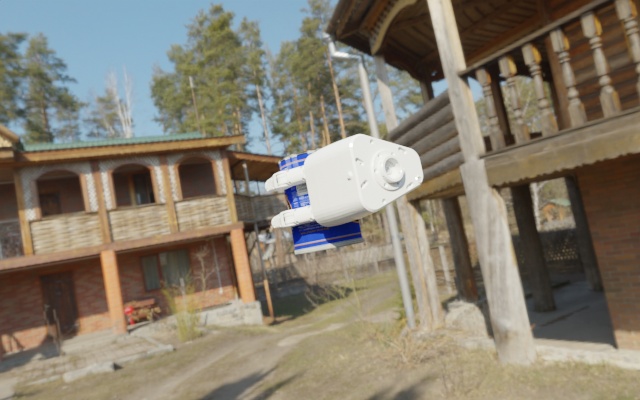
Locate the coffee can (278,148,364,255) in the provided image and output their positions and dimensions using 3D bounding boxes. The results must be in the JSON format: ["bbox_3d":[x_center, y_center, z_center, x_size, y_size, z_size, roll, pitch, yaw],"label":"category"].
[{"bbox_3d":[0.000,0.002,0.707,0.103,0.140,0.103,-11,-5,-1],"label":"coffee can"}]
